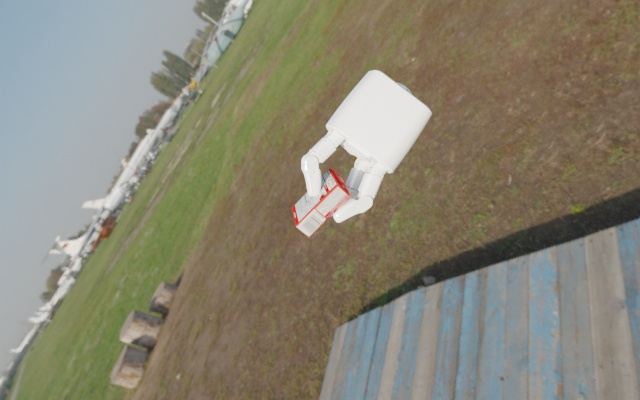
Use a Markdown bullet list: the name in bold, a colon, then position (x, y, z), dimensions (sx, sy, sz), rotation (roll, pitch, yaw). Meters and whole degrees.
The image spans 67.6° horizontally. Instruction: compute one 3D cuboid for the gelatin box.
- **gelatin box**: position (0.000, 0.002, 0.699), dimensions (0.030, 0.089, 0.073), rotation (41, 10, -20)
